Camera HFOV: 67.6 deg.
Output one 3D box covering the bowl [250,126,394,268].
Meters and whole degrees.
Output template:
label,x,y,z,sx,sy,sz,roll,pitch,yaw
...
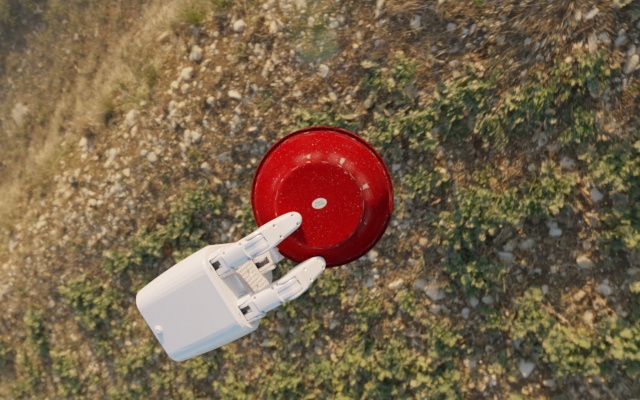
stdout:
label,x,y,z,sx,sy,sz,roll,pitch,yaw
bowl,0.001,0.001,0.511,0.162,0.162,0.055,0,8,3
